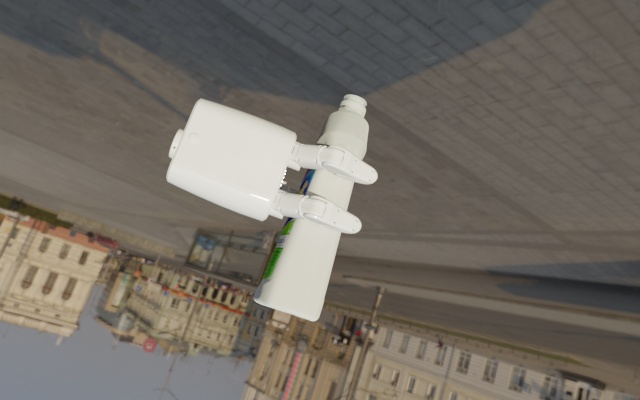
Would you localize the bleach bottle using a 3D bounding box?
[{"bbox_3d":[0.000,0.002,0.532,0.068,0.250,0.102,21,-14,-10],"label":"bleach bottle"}]
